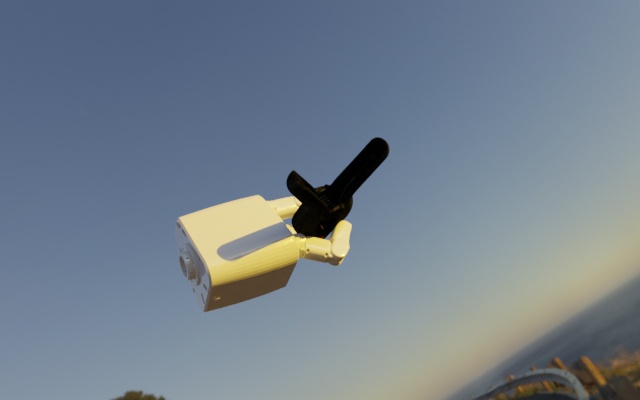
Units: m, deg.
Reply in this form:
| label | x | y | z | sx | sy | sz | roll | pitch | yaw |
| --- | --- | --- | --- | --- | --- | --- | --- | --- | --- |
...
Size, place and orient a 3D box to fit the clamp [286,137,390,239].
| label | x | y | z | sx | sy | sz | roll | pitch | yaw |
| --- | --- | --- | --- | --- | --- | --- | --- | --- | --- |
| clamp | 0.000 | 0.001 | 0.534 | 0.120 | 0.039 | 0.172 | -13 | -31 | -29 |
